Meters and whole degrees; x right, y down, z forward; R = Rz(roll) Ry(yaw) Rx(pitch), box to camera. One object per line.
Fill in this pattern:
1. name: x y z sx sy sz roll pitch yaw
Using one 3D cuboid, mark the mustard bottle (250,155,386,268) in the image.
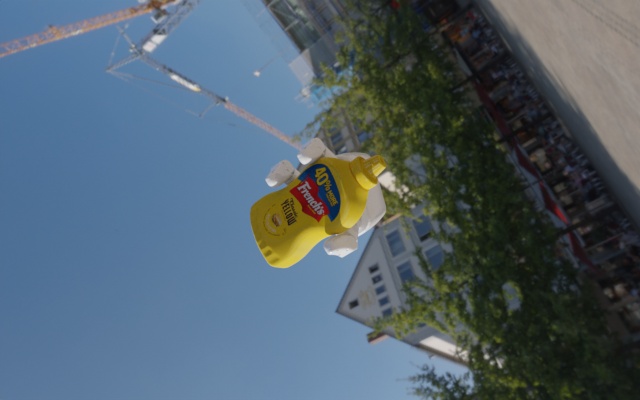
1. mustard bottle: 0.000 0.002 0.599 0.192 0.096 0.058 -34 -28 24
